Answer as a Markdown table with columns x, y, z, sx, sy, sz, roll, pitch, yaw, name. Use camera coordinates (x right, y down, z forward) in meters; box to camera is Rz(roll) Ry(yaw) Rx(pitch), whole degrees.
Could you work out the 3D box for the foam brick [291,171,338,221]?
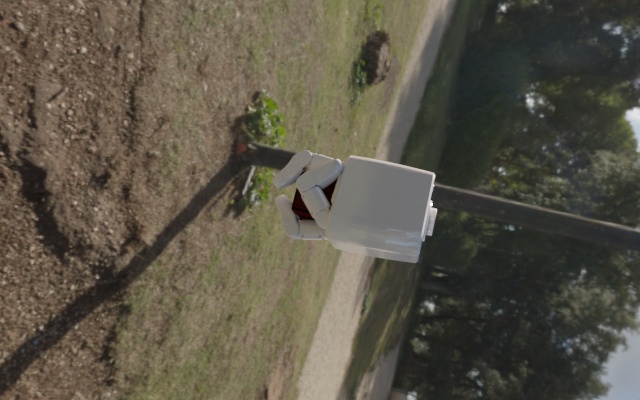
| x | y | z | sx | sy | sz | roll | pitch | yaw | name |
| --- | --- | --- | --- | --- | --- | --- | --- | --- | --- |
| 0.000 | 0.002 | 0.615 | 0.051 | 0.053 | 0.078 | 11 | -13 | 12 | foam brick |
